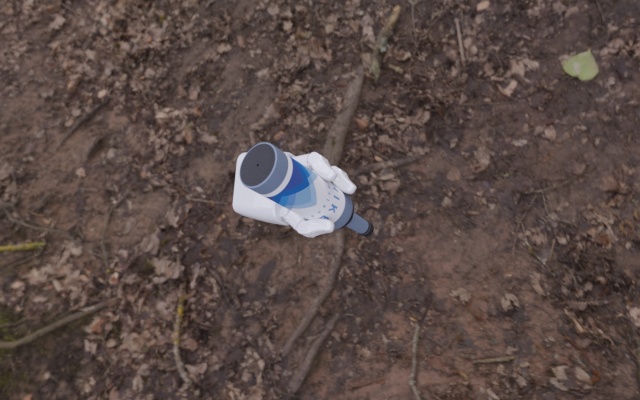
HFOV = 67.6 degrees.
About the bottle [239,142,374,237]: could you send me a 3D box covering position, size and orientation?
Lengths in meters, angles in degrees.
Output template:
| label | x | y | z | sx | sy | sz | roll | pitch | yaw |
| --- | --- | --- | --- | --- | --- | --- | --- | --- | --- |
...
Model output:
| label | x | y | z | sx | sy | sz | roll | pitch | yaw |
| --- | --- | --- | --- | --- | --- | --- | --- | --- | --- |
| bottle | 0.000 | 0.002 | 0.742 | 0.069 | 0.069 | 0.296 | 0 | -20 | 37 |
